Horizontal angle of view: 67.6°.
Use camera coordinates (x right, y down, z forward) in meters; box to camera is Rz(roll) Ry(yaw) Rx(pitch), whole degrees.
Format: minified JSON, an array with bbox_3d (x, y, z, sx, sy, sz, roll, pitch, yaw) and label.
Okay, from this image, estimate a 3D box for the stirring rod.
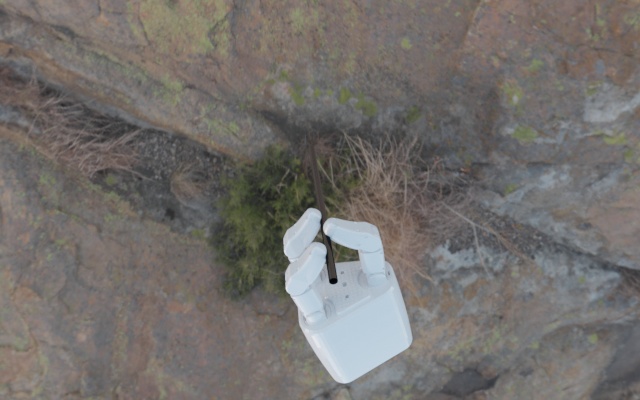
[{"bbox_3d":[0.000,0.002,0.516,0.011,0.011,0.239,0,35,-7],"label":"stirring rod"}]
